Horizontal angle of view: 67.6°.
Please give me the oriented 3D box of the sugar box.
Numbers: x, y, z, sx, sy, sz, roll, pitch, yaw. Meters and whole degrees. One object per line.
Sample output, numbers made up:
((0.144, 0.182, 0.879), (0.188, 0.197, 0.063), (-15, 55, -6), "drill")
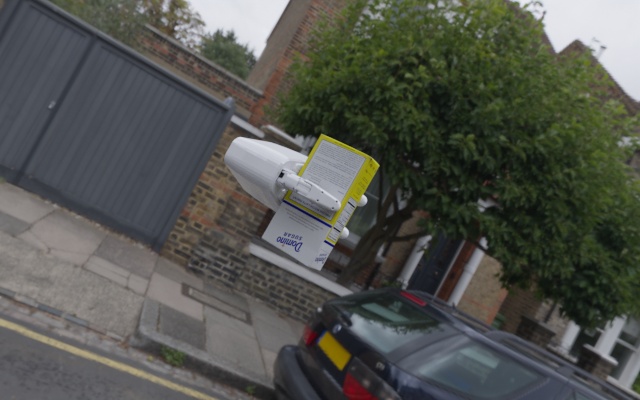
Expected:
((0.000, 0.002, 0.684), (0.093, 0.176, 0.048), (29, -2, 30), "sugar box")
